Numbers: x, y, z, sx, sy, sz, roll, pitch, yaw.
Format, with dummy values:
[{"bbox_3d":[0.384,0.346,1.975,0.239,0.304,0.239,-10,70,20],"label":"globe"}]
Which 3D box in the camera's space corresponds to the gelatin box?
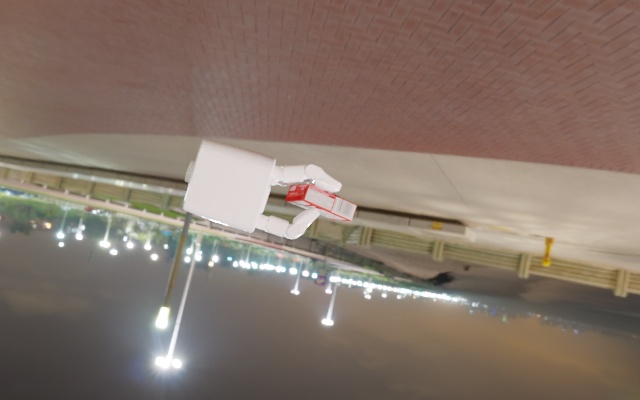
[{"bbox_3d":[0.000,0.003,0.733,0.089,0.030,0.073,24,-9,-21],"label":"gelatin box"}]
